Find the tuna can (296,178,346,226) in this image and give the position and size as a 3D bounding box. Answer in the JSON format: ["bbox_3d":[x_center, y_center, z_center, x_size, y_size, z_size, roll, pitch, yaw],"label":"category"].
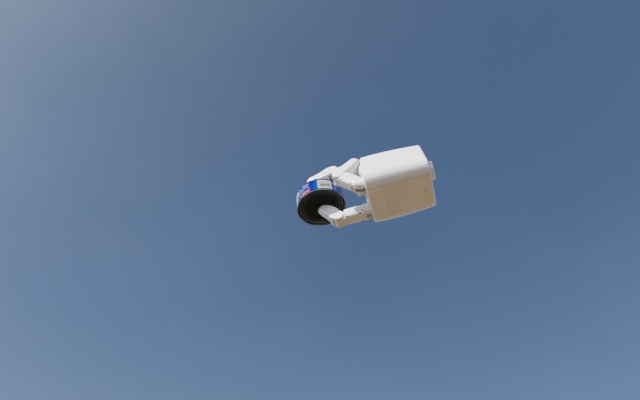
[{"bbox_3d":[0.000,0.002,0.848,0.086,0.086,0.033,0,41,-9],"label":"tuna can"}]
